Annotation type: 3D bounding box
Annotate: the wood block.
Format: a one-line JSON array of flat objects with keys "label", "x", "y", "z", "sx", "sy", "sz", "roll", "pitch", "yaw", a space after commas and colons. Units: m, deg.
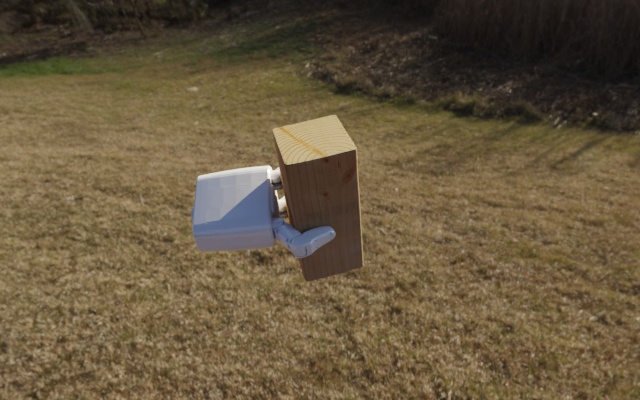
[{"label": "wood block", "x": 0.000, "y": 0.002, "z": 0.656, "sx": 0.090, "sy": 0.206, "sz": 0.090, "roll": -14, "pitch": 40, "yaw": -8}]
